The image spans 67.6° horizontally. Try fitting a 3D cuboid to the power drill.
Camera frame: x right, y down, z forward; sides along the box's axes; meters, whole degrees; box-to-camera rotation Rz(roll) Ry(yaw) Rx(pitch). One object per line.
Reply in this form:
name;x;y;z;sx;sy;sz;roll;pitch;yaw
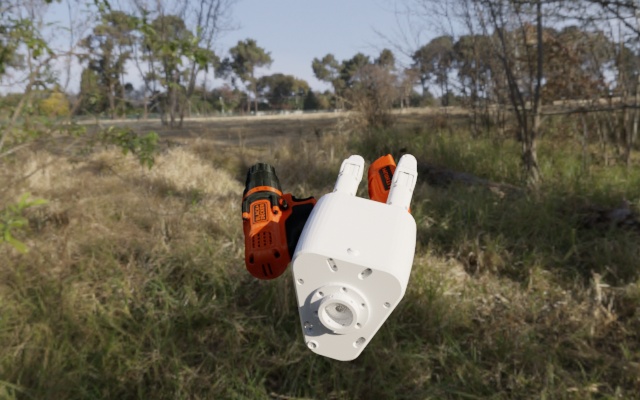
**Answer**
power drill;0.001;0.002;0.556;0.187;0.057;0.184;-13;41;2
